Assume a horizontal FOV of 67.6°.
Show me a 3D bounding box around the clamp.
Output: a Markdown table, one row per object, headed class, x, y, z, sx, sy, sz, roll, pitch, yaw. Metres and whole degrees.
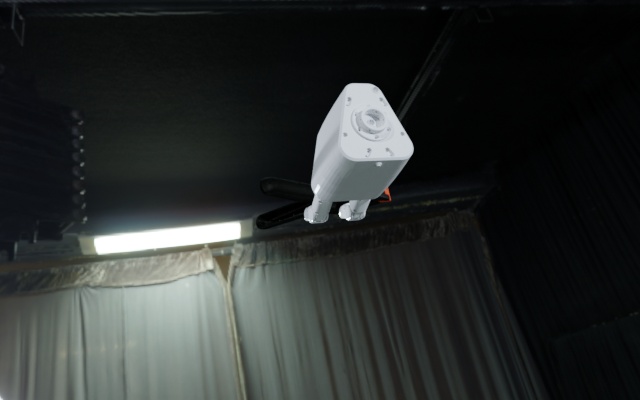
| class | x | y | z | sx | sy | sz | roll | pitch | yaw |
| --- | --- | --- | --- | --- | --- | --- | --- | --- | --- |
| clamp | 0.001 | 0.001 | 0.722 | 0.210 | 0.036 | 0.165 | -4 | -20 | -18 |
